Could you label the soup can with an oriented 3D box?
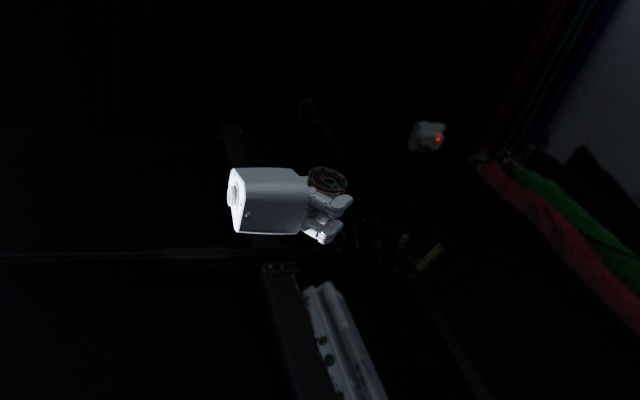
[{"bbox_3d":[0.000,0.003,0.824,0.068,0.102,0.068,12,34,-8],"label":"soup can"}]
